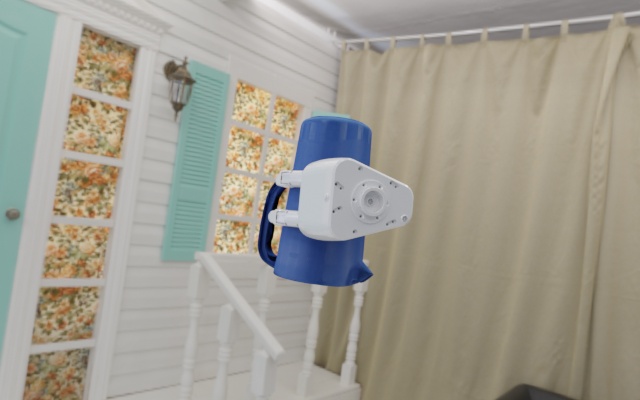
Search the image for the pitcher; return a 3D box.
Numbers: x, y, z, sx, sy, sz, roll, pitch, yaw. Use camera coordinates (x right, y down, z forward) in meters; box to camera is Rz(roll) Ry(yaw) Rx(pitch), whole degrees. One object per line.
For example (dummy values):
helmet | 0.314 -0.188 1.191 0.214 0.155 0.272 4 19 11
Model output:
pitcher | 0.000 0.002 0.719 0.149 0.243 0.145 8 -2 -20
